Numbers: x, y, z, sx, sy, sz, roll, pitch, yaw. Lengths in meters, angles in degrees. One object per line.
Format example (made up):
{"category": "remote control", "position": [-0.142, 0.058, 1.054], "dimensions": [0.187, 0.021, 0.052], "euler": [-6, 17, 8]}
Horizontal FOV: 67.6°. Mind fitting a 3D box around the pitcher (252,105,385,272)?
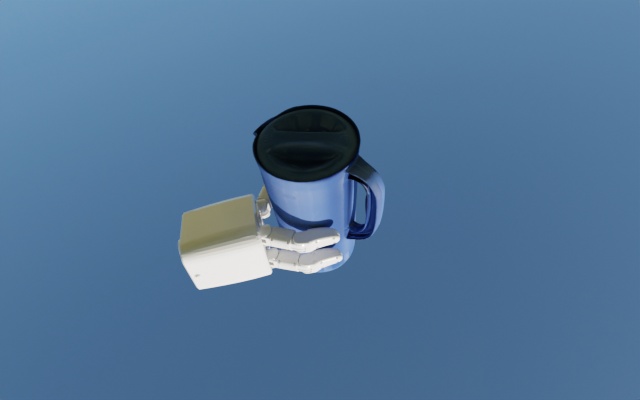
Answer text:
{"category": "pitcher", "position": [0.000, 0.002, 0.667], "dimensions": [0.145, 0.149, 0.243], "euler": [-13, -38, -4]}
